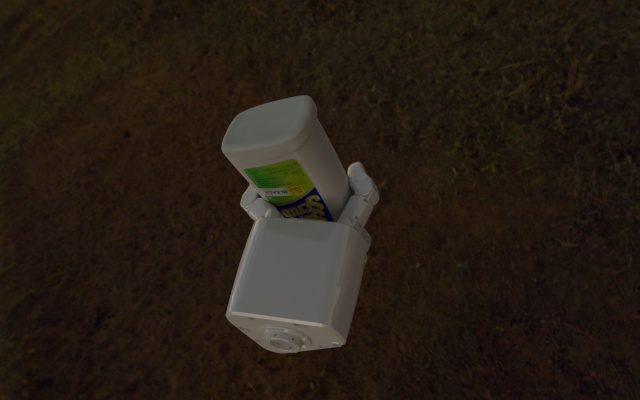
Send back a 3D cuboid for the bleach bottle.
[{"bbox_3d":[0.000,0.002,0.536,0.102,0.068,0.251,-7,-41,29],"label":"bleach bottle"}]
